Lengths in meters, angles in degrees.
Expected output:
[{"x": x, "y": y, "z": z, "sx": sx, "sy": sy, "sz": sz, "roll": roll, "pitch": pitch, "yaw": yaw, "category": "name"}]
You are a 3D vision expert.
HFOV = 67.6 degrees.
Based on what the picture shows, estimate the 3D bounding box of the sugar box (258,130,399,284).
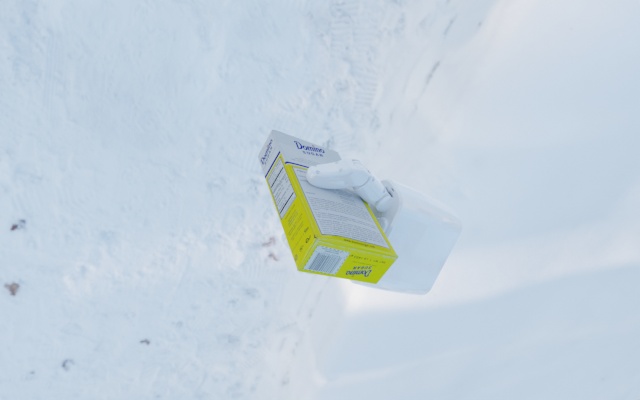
[{"x": 0.000, "y": 0.002, "z": 0.486, "sx": 0.093, "sy": 0.048, "sz": 0.176, "roll": 16, "pitch": 29, "yaw": -31, "category": "sugar box"}]
